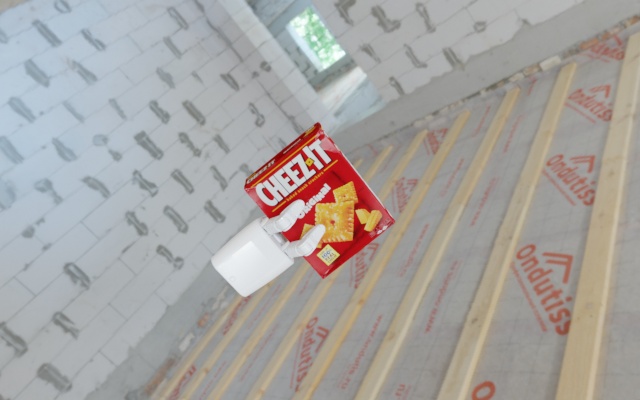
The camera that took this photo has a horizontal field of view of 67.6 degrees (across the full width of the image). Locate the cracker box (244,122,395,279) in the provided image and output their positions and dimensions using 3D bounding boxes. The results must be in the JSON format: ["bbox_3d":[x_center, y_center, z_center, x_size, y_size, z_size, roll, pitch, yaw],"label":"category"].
[{"bbox_3d":[0.000,0.003,0.817,0.164,0.214,0.072,-38,16,6],"label":"cracker box"}]
